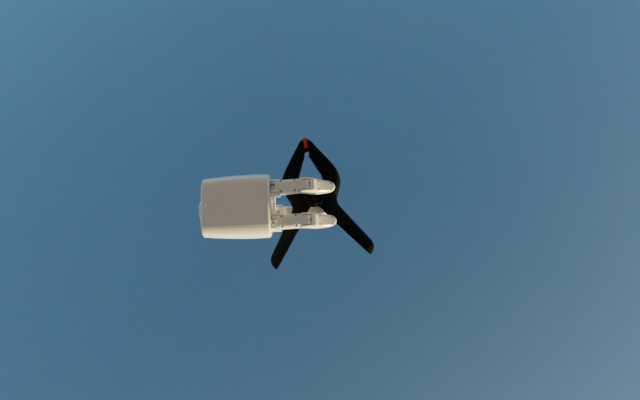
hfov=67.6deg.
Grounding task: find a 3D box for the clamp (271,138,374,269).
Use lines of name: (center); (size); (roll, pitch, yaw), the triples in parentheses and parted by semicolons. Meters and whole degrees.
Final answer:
clamp: (0.000, 0.002, 0.774); (0.164, 0.210, 0.036); (-2, -11, -5)
